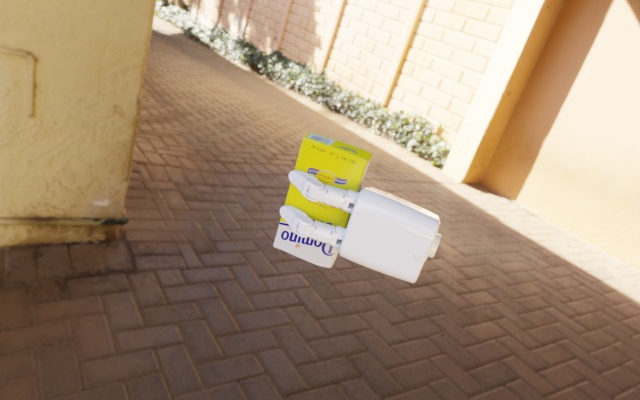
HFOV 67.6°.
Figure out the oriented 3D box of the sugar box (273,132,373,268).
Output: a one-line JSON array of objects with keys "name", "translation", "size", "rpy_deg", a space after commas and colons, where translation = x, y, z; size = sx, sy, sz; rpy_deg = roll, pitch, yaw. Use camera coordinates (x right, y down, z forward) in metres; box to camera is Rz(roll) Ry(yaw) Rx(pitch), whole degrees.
[{"name": "sugar box", "translation": [0.000, 0.002, 0.667], "size": [0.093, 0.176, 0.048], "rpy_deg": [21, 23, 9]}]
